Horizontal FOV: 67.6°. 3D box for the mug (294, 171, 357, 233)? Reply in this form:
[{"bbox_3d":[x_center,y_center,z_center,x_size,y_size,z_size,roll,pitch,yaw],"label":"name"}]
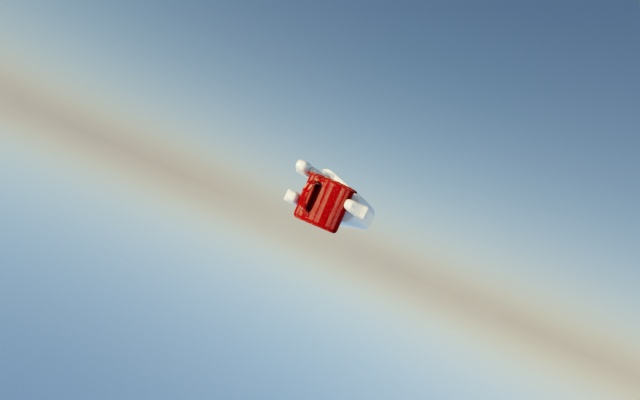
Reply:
[{"bbox_3d":[0.000,0.003,0.806,0.093,0.081,0.117,22,-3,27],"label":"mug"}]
